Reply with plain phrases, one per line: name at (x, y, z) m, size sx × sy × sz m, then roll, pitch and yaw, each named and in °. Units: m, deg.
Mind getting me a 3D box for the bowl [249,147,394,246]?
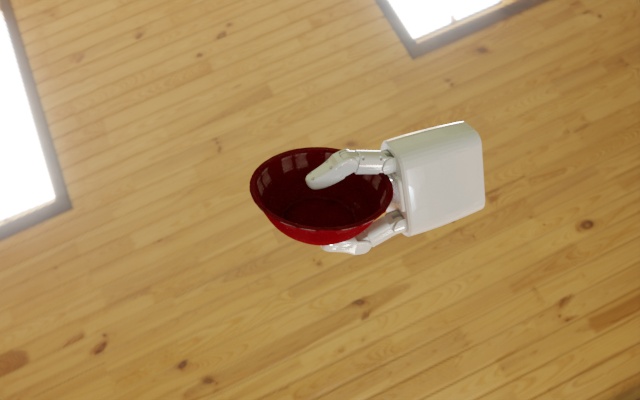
bowl at (-0.001, 0.002, 0.552) m, size 0.162 × 0.055 × 0.162 m, roll 2°, pitch 37°, yaw -2°
